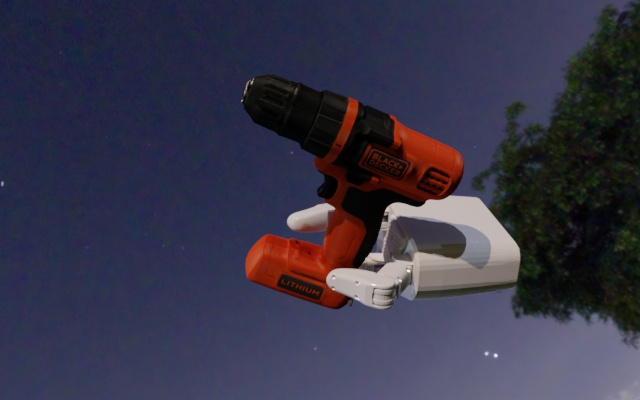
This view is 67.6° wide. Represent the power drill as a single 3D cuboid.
[{"bbox_3d":[0.000,0.002,0.409,0.184,0.188,0.057,22,34,-10],"label":"power drill"}]
